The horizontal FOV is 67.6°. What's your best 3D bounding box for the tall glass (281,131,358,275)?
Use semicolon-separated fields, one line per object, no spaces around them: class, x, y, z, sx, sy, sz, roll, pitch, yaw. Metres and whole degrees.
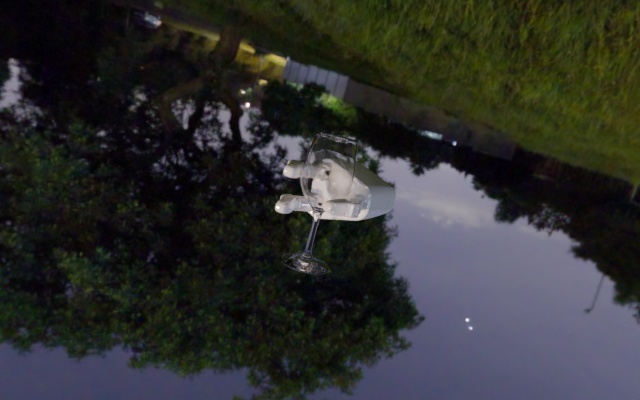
tall glass;0.000;0.003;0.706;0.079;0.201;0.079;13;12;-3
